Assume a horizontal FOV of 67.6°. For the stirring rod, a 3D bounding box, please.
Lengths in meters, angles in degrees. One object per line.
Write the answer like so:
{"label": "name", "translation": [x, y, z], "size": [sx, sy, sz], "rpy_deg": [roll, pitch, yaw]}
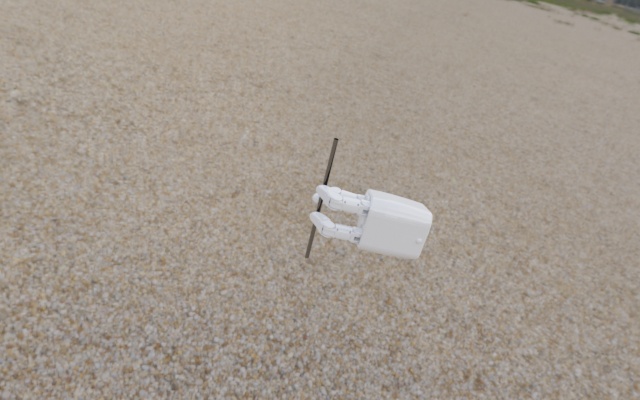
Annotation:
{"label": "stirring rod", "translation": [0.000, 0.003, 0.835], "size": [0.011, 0.240, 0.011], "rpy_deg": [11, 28, -6]}
